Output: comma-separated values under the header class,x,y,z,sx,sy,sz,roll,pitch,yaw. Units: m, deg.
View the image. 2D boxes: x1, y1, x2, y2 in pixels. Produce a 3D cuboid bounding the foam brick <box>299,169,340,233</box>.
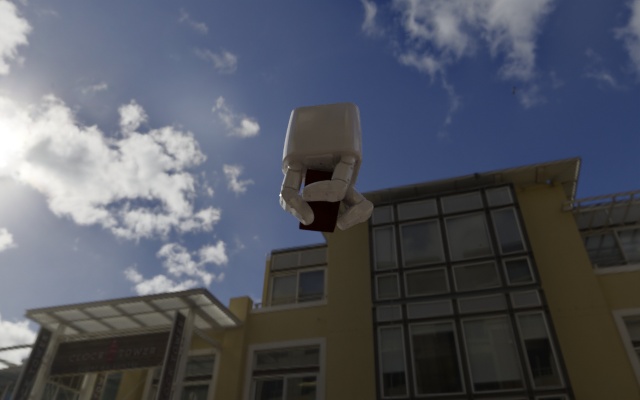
class,x,y,z,sx,sy,sz,roll,pitch,yaw
foam brick,0.000,0.002,0.680,0.053,0.051,0.078,8,-38,-3
